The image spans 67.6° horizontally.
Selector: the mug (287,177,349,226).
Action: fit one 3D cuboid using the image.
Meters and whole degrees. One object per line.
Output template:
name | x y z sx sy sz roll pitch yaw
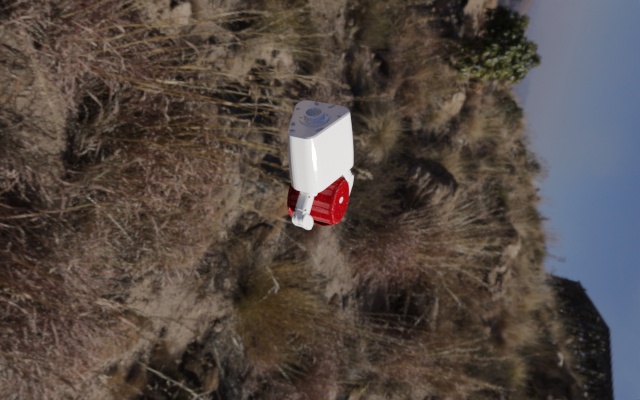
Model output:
mug | 0.000 0.004 0.834 0.081 0.117 0.093 14 45 20
